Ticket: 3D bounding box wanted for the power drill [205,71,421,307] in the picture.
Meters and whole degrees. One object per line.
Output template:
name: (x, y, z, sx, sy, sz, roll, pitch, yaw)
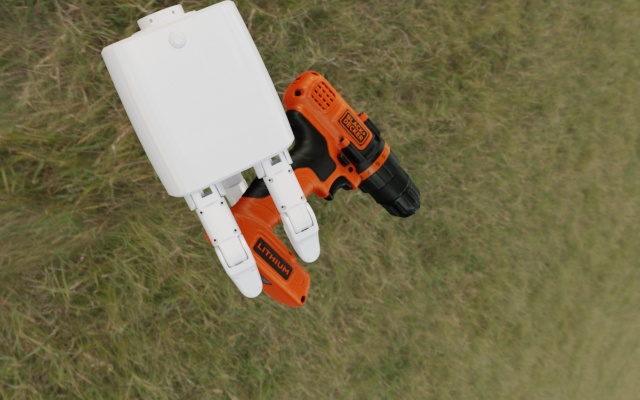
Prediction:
power drill: (0.000, 0.002, 0.446, 0.184, 0.187, 0.057, 44, -26, -19)
